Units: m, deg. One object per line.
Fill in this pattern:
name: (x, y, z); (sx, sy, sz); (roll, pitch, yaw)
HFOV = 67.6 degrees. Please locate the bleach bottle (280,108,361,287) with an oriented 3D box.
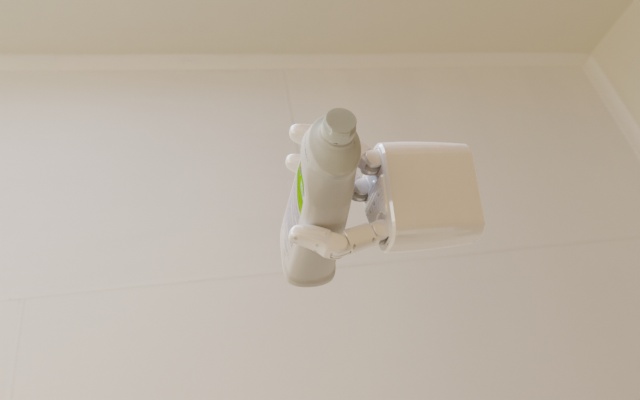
bleach bottle: (0.000, 0.002, 0.518); (0.068, 0.102, 0.251); (-3, -31, -12)
